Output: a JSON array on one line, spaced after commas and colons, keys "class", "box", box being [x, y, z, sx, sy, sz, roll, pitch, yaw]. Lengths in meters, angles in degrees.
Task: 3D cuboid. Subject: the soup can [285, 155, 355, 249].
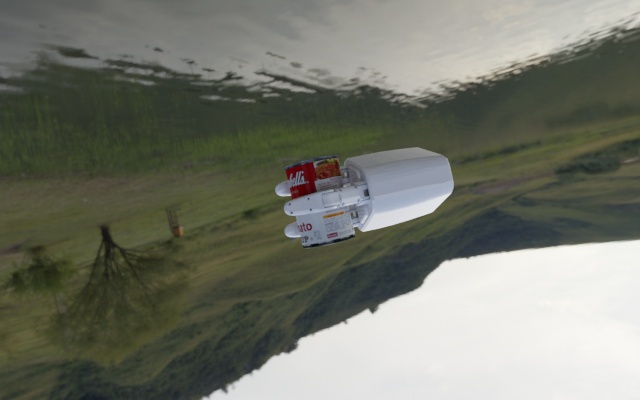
[{"class": "soup can", "box": [0.000, 0.002, 0.586, 0.068, 0.102, 0.068, -13, -1, 0]}]
